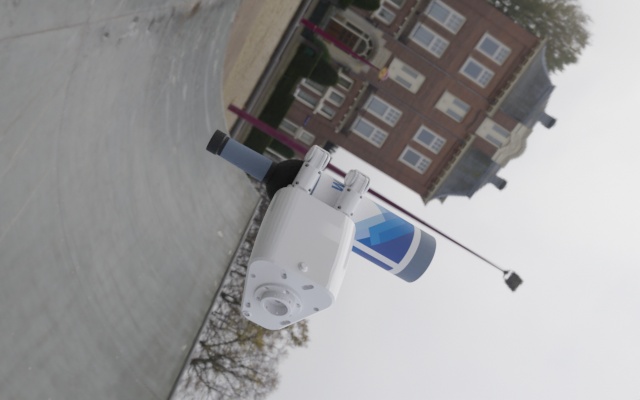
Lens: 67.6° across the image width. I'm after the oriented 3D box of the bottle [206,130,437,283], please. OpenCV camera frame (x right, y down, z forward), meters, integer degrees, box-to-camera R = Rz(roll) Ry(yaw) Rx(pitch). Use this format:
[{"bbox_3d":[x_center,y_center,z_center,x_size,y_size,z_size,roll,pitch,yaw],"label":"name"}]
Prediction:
[{"bbox_3d":[0.000,0.002,0.575,0.296,0.069,0.069,30,-6,-10],"label":"bottle"}]
